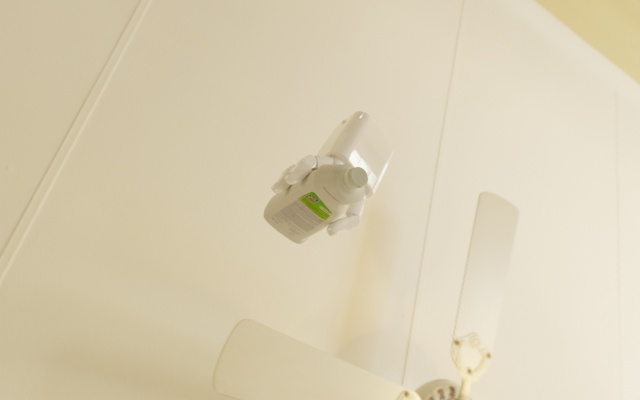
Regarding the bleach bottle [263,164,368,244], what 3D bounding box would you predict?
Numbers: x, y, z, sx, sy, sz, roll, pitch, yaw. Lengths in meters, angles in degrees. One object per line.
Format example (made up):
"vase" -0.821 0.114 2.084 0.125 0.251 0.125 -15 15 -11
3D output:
"bleach bottle" 0.000 0.002 0.767 0.102 0.068 0.251 37 -29 -16
